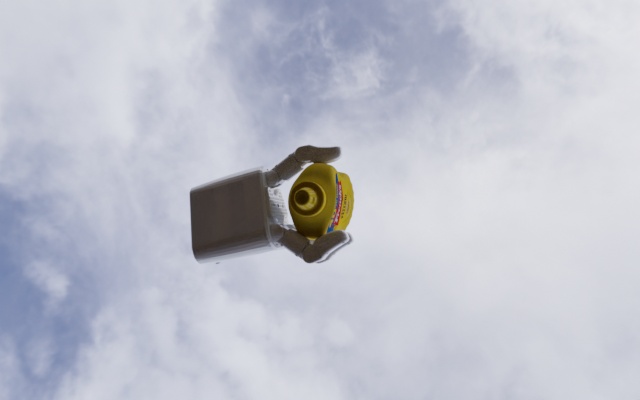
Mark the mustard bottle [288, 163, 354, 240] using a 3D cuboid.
[{"bbox_3d":[0.000,0.002,0.610,0.058,0.096,0.191,11,-1,13],"label":"mustard bottle"}]
